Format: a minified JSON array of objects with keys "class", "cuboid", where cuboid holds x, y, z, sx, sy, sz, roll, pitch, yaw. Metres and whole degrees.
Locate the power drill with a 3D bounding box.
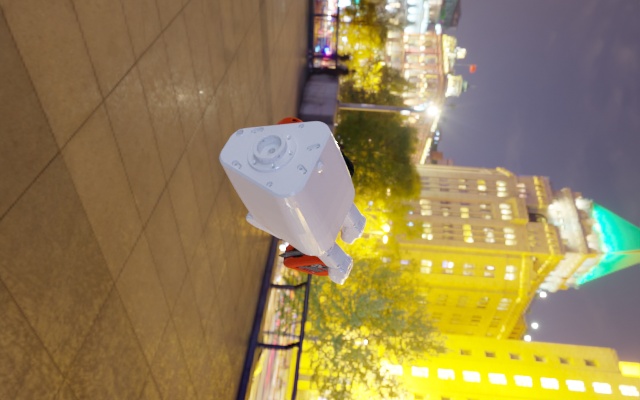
[{"class":"power drill","cuboid":[0.000,0.002,0.634,0.057,0.187,0.184,-14,-20,27]}]
